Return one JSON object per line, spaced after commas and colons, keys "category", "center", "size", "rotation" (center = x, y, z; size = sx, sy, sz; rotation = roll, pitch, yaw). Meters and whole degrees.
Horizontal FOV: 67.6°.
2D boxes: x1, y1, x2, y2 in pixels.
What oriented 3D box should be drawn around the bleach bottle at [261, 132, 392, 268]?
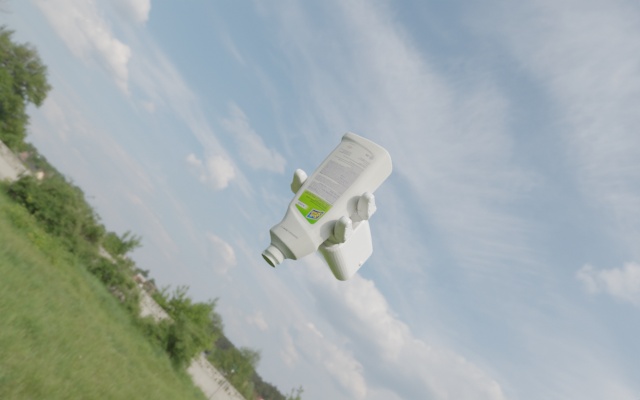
{"category": "bleach bottle", "center": [0.000, 0.002, 0.748], "size": [0.102, 0.250, 0.068], "rotation": [30, -26, 34]}
